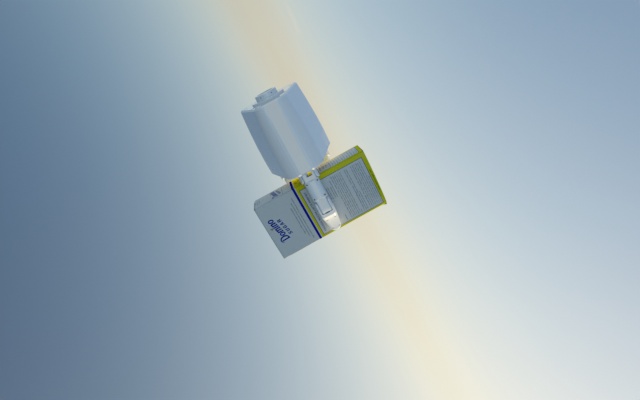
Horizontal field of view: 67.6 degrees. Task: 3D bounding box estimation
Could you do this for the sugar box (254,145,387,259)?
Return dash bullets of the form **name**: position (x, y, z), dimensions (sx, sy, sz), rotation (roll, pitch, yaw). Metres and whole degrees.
- **sugar box**: position (0.000, 0.002, 0.702), dimensions (0.176, 0.093, 0.048), rotation (-27, 21, 3)
